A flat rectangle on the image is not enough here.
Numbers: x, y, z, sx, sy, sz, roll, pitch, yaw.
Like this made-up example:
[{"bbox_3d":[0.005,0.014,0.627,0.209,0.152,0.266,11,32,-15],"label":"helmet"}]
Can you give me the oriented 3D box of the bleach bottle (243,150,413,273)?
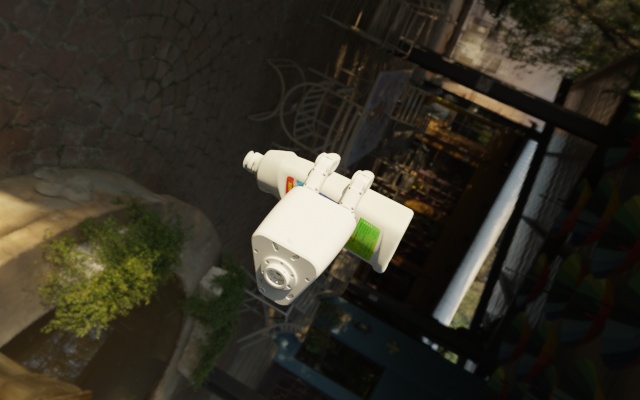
[{"bbox_3d":[0.000,0.002,0.689,0.251,0.103,0.068,27,42,11],"label":"bleach bottle"}]
